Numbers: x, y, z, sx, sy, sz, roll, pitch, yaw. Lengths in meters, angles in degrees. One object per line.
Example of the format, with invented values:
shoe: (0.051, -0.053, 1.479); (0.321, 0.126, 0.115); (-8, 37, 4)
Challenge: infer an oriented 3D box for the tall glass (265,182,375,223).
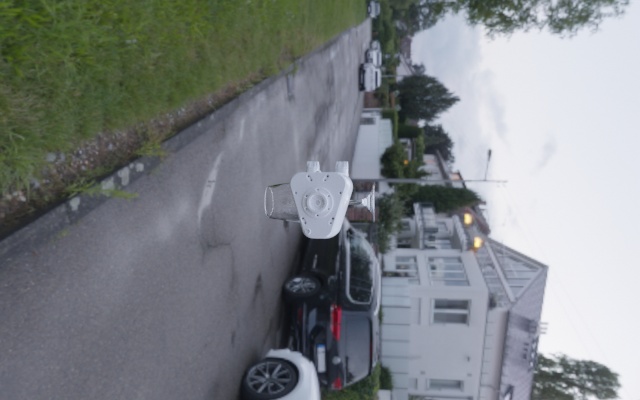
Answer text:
tall glass: (0.001, 0.003, 0.892); (0.201, 0.079, 0.079); (0, 0, 7)
